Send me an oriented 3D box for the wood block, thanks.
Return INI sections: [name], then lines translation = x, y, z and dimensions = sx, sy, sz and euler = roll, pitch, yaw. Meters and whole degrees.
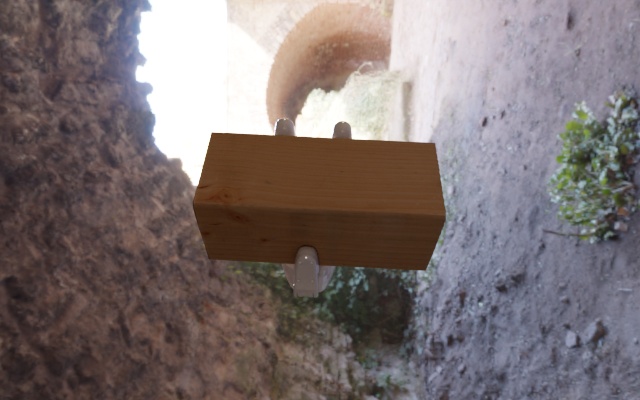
[wood block]
translation = 0.000, 0.002, 0.444
dimensions = 0.206, 0.090, 0.090
euler = 3, -38, 0
